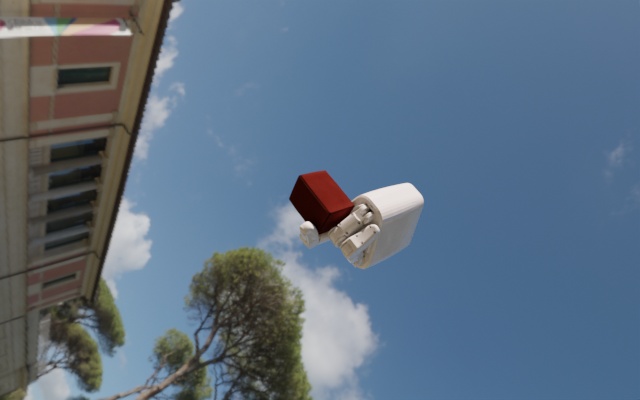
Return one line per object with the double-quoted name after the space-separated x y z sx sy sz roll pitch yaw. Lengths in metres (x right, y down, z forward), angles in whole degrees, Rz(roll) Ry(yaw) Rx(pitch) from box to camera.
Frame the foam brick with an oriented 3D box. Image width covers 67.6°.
0.000 0.002 0.704 0.051 0.078 0.053 -18 -31 -39 "foam brick"
